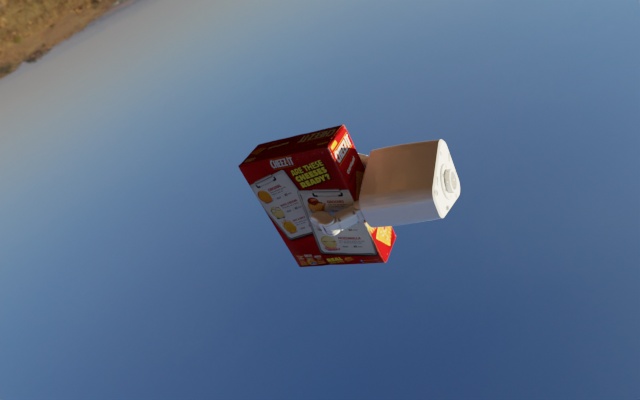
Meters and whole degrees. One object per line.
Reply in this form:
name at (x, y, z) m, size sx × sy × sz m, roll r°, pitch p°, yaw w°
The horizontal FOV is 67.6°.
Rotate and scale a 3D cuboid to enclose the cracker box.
cracker box at (0.000, 0.003, 0.733) m, size 0.164 × 0.214 × 0.072 m, roll -8°, pitch 34°, yaw 33°
